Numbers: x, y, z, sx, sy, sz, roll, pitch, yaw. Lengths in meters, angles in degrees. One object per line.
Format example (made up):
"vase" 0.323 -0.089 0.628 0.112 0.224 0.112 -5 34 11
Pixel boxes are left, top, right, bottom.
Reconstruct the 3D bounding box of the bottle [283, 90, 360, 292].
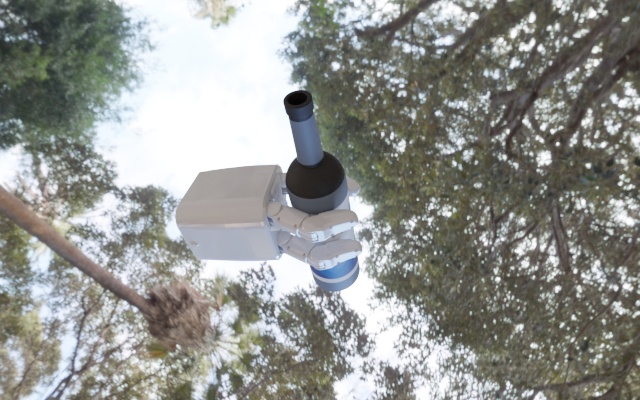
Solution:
"bottle" 0.000 0.002 0.546 0.069 0.069 0.296 0 -40 11
